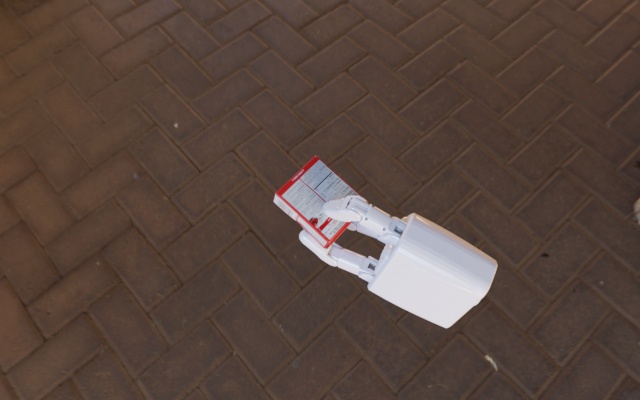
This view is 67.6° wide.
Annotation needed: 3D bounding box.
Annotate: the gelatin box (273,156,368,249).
[{"bbox_3d":[0.000,0.001,0.573,0.073,0.089,0.030,-46,-6,-23],"label":"gelatin box"}]
